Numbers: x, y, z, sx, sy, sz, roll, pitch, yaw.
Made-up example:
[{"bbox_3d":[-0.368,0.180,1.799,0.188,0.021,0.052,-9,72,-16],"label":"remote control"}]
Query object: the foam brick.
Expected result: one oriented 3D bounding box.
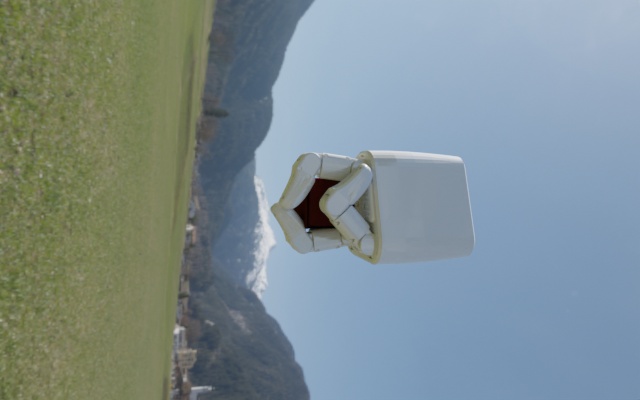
[{"bbox_3d":[0.000,0.002,0.520,0.051,0.053,0.078,-1,4,-16],"label":"foam brick"}]
